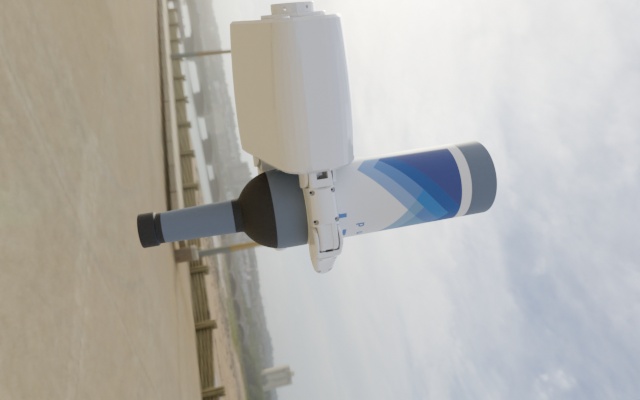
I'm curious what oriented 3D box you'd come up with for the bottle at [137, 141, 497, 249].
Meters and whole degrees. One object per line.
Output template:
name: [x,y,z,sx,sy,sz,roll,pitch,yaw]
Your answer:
bottle: [0.000,0.001,0.407,0.296,0.069,0.069,-9,2,-11]
